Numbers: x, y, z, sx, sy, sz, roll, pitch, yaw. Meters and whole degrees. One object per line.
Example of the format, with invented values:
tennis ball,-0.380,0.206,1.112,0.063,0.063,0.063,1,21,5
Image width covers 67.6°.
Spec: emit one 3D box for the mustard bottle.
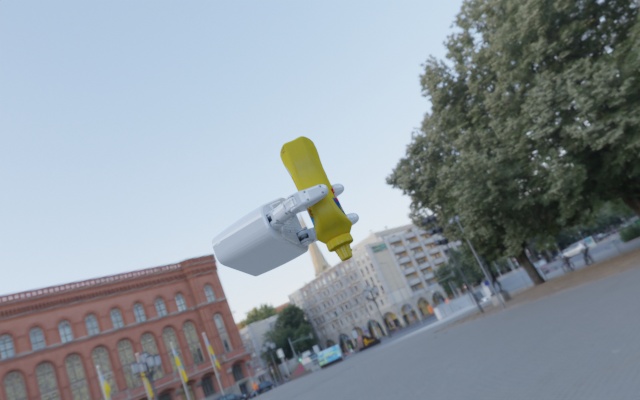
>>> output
mustard bottle,0.000,0.002,0.724,0.058,0.191,0.096,-24,-16,-2
